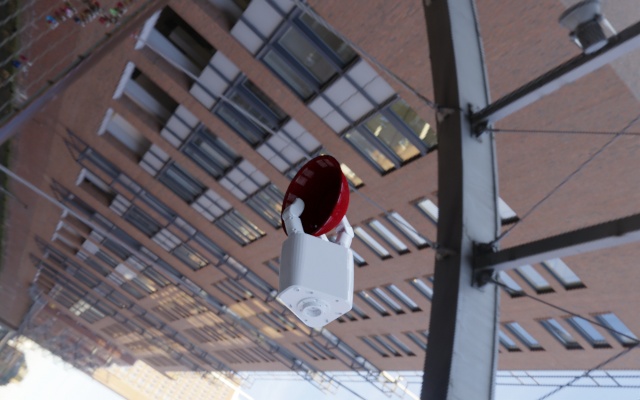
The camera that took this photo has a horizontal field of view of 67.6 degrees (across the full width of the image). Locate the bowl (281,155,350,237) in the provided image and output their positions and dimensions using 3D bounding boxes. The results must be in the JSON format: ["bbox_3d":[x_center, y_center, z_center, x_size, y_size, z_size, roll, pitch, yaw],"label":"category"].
[{"bbox_3d":[0.001,0.002,0.850,0.055,0.162,0.162,26,-16,-35],"label":"bowl"}]
